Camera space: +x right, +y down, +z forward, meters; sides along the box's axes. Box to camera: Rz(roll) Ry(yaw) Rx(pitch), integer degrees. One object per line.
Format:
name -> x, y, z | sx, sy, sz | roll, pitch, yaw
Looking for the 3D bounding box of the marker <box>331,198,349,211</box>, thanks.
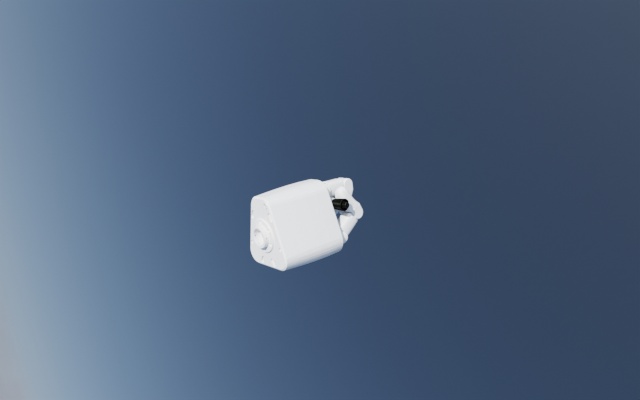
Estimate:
marker -> 0.000, 0.002, 0.740 | 0.020, 0.020, 0.121 | 0, 4, -40
